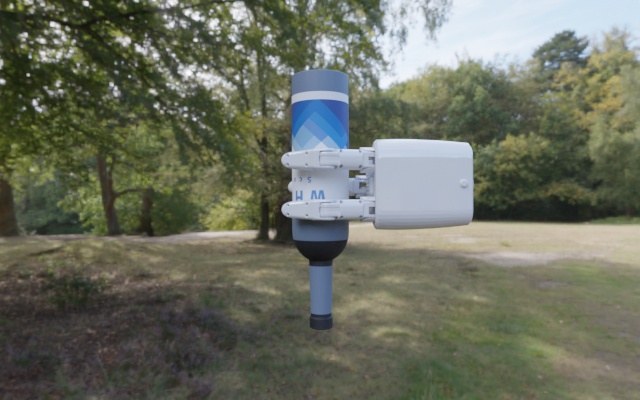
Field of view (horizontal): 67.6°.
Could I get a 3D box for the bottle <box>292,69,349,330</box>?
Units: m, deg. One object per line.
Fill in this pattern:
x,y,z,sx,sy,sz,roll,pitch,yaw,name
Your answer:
0.000,0.002,0.561,0.069,0.295,0.069,0,0,0,bottle
